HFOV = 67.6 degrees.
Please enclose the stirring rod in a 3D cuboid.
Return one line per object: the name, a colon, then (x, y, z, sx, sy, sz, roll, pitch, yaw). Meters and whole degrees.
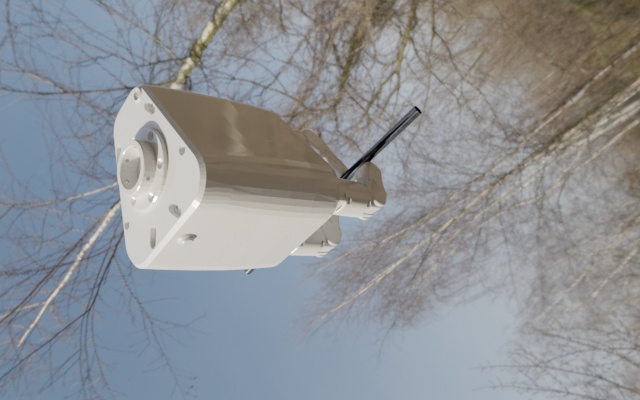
stirring rod: (0.000, 0.001, 0.428, 0.011, 0.011, 0.240, 0, -36, -50)
